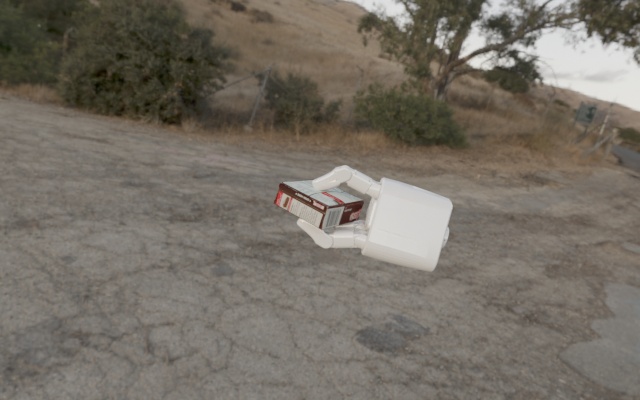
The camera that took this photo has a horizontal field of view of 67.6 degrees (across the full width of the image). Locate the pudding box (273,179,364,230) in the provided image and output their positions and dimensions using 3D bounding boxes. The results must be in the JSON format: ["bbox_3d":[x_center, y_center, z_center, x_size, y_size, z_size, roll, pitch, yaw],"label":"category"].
[{"bbox_3d":[0.000,0.002,0.710,0.090,0.039,0.113,26,16,27],"label":"pudding box"}]
